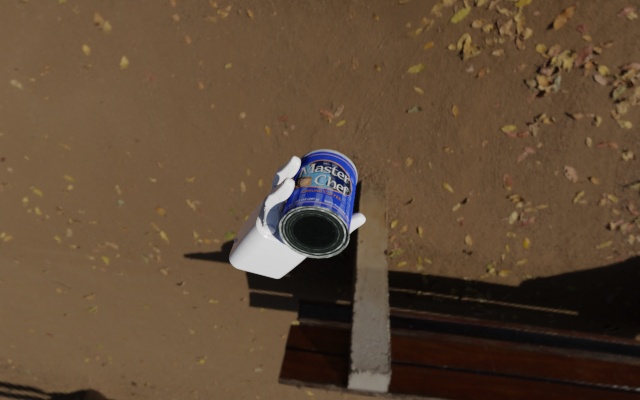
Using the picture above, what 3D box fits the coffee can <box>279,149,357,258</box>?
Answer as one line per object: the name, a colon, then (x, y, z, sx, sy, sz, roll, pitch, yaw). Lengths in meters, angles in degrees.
coffee can: (0.000, 0.002, 0.730, 0.103, 0.103, 0.140, 0, 40, 10)
